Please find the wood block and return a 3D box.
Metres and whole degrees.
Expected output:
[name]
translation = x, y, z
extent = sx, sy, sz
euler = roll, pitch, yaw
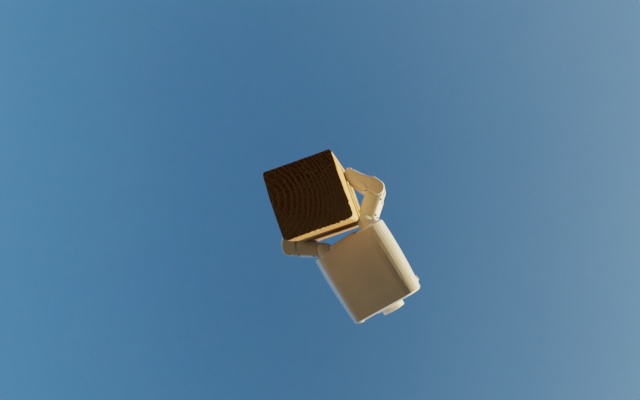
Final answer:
[wood block]
translation = 0.000, 0.003, 0.667
extent = 0.091, 0.090, 0.206
euler = -20, -8, 7
